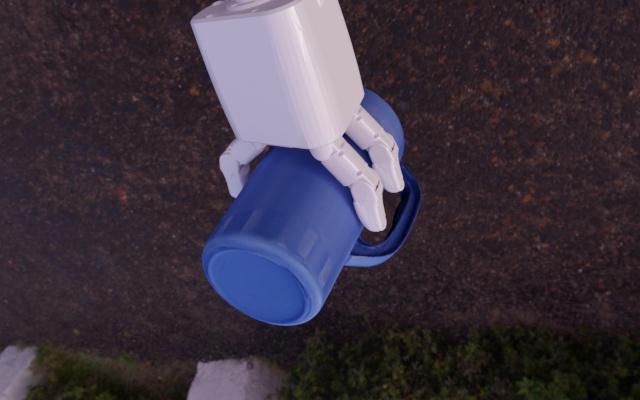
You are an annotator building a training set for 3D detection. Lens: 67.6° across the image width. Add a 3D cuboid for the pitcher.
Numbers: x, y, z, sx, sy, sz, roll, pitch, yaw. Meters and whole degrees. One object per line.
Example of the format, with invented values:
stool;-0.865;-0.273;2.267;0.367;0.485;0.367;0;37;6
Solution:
pitcher;0.000;0.001;0.467;0.149;0.145;0.242;-1;38;27
